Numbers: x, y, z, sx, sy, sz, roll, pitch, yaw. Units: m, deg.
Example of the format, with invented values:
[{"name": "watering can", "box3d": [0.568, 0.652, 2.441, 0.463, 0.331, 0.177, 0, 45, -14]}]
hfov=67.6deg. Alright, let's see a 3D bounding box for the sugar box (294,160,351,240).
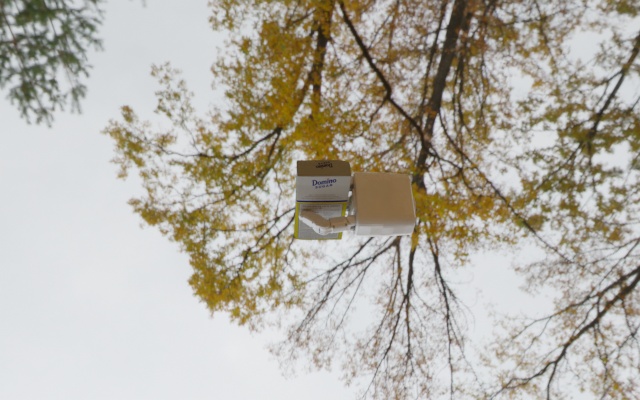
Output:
[{"name": "sugar box", "box3d": [0.000, 0.002, 0.861, 0.093, 0.048, 0.176, 0, -44, -6]}]
